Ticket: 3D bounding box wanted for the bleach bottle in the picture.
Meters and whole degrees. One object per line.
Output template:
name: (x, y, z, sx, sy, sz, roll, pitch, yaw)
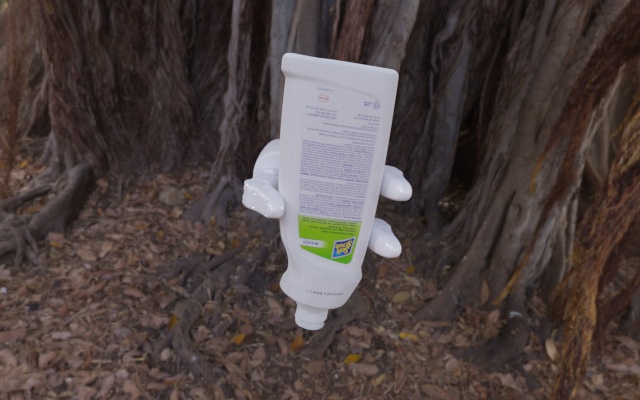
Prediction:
bleach bottle: (0.000, 0.001, 0.439, 0.102, 0.251, 0.068, 8, 17, -3)
